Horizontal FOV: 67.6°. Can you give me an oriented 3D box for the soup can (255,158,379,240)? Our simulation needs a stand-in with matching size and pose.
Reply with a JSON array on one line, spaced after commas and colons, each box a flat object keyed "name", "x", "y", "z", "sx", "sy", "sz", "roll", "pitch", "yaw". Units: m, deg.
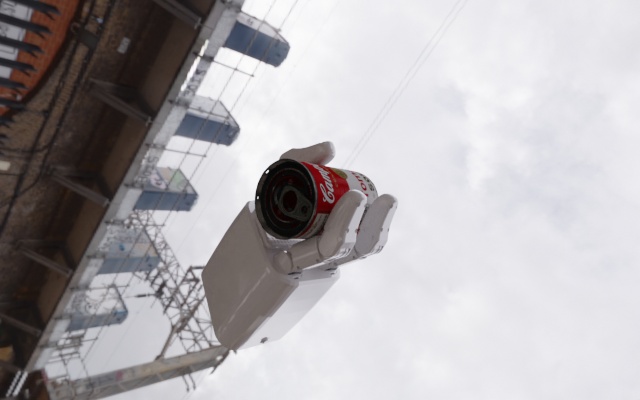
[{"name": "soup can", "x": 0.000, "y": 0.001, "z": 0.435, "sx": 0.068, "sy": 0.068, "sz": 0.102, "roll": 0, "pitch": -3, "yaw": 38}]
